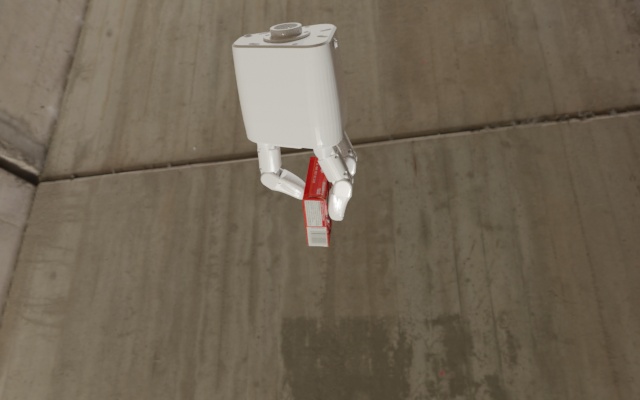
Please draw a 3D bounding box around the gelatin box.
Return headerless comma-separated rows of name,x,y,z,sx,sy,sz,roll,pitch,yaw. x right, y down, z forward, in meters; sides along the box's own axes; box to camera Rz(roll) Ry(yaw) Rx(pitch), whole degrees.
gelatin box,0.000,0.002,0.591,0.030,0.073,0.089,3,-44,7
